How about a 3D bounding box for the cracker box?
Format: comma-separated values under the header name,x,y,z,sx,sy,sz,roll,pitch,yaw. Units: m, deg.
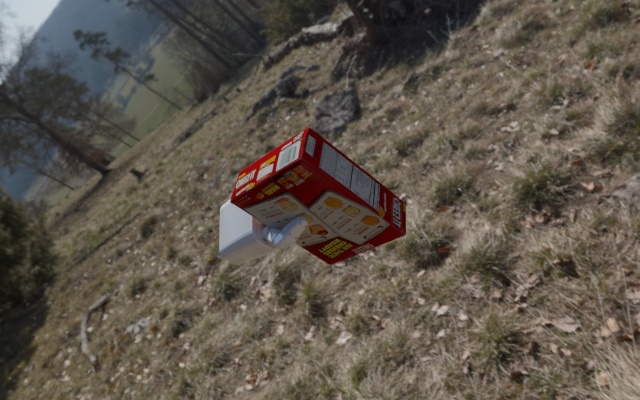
name,x,y,z,sx,sy,sz,roll,pitch,yaw
cracker box,0.000,0.002,0.721,0.214,0.072,0.164,34,-43,-30
